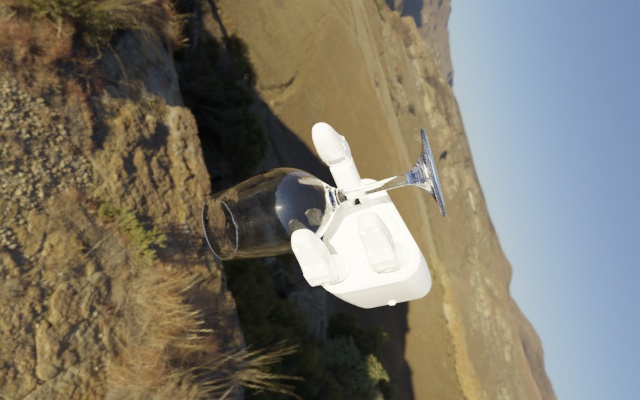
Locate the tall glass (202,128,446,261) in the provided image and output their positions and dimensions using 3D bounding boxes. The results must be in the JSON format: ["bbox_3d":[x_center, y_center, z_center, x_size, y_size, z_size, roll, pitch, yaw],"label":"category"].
[{"bbox_3d":[0.001,0.001,0.414,0.201,0.079,0.079,-15,-4,16],"label":"tall glass"}]
